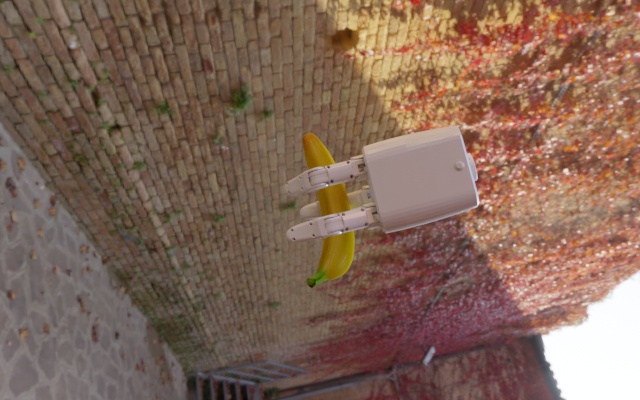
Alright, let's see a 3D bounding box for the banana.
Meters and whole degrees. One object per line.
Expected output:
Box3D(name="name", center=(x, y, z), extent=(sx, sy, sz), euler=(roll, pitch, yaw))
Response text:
Box3D(name="banana", center=(0.011, 0.011, 0.572), extent=(0.037, 0.197, 0.070), euler=(-20, -31, 28))
